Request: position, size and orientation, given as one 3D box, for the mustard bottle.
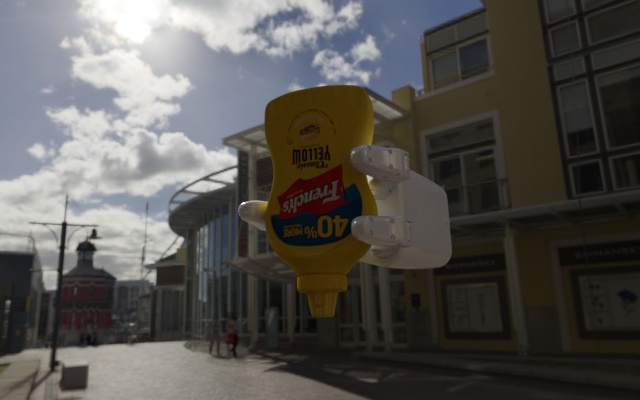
[{"bbox_3d":[0.000,0.001,0.408,0.096,0.191,0.058,-5,-14,16],"label":"mustard bottle"}]
